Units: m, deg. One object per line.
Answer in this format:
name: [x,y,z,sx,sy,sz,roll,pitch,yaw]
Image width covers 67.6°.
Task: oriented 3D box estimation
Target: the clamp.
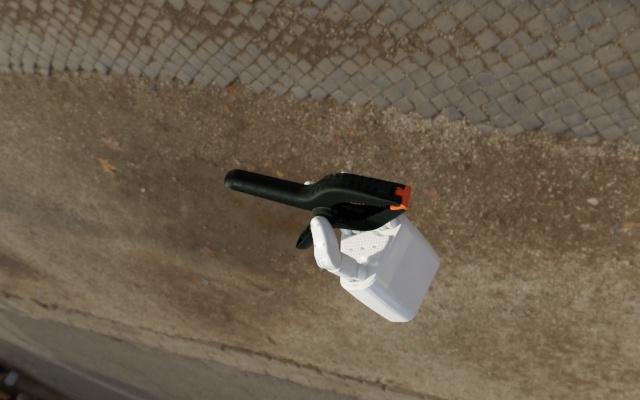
clamp: [0.000,0.003,0.549,0.210,0.036,0.165,-12,-40,40]
